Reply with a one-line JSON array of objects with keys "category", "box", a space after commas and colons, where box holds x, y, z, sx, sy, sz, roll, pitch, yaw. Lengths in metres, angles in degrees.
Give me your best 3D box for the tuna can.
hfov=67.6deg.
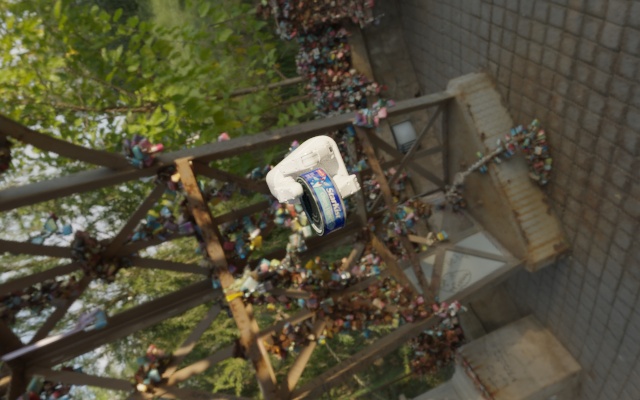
[{"category": "tuna can", "box": [0.000, 0.002, 0.625, 0.034, 0.086, 0.086, -22, 6, -15]}]
